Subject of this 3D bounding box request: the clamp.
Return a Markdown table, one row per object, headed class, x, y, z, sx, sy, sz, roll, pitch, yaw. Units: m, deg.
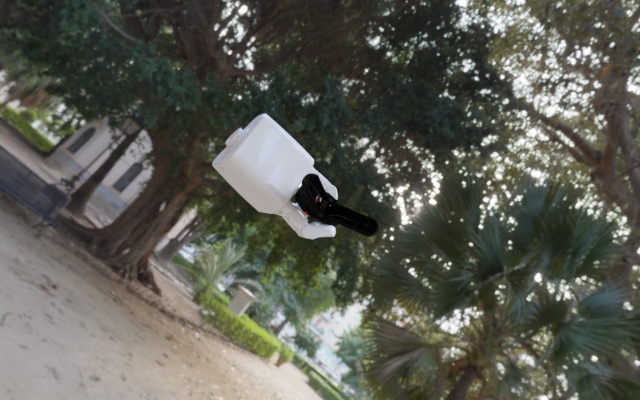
| class | x | y | z | sx | sy | sz | roll | pitch | yaw |
| --- | --- | --- | --- | --- | --- | --- | --- | --- | --- |
| clamp | 0.000 | 0.002 | 0.674 | 0.120 | 0.039 | 0.171 | 45 | -16 | -20 |
